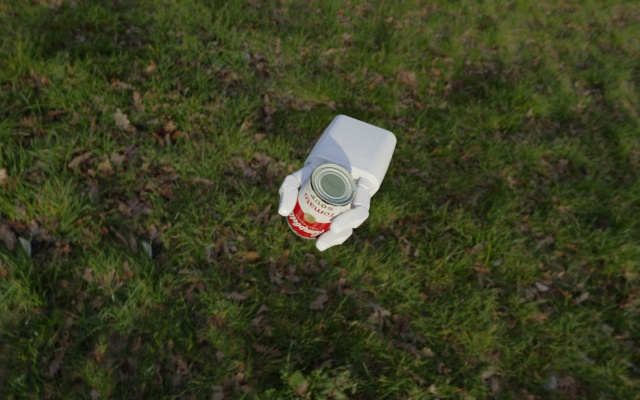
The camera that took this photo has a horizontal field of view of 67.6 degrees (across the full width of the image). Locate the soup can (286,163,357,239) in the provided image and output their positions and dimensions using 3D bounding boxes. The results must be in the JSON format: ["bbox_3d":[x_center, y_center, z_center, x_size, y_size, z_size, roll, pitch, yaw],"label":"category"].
[{"bbox_3d":[0.000,0.002,0.665,0.068,0.068,0.102,0,-29,-25],"label":"soup can"}]
